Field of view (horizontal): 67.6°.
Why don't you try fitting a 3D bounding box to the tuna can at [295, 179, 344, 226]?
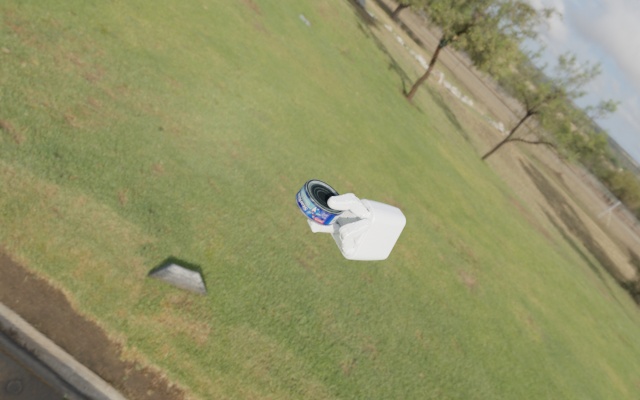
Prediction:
[{"bbox_3d":[0.000,0.002,0.851,0.086,0.086,0.034,0,-41,-47],"label":"tuna can"}]
